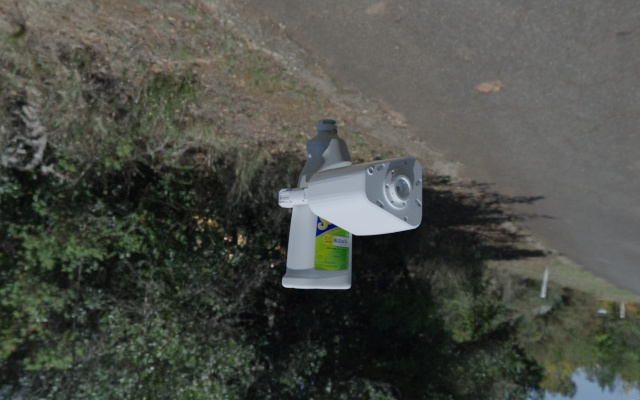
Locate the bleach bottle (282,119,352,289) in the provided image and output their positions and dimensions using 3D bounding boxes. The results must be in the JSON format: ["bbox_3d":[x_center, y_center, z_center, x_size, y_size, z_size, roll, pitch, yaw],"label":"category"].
[{"bbox_3d":[0.000,0.002,0.708,0.102,0.250,0.068,9,-11,-39],"label":"bleach bottle"}]
